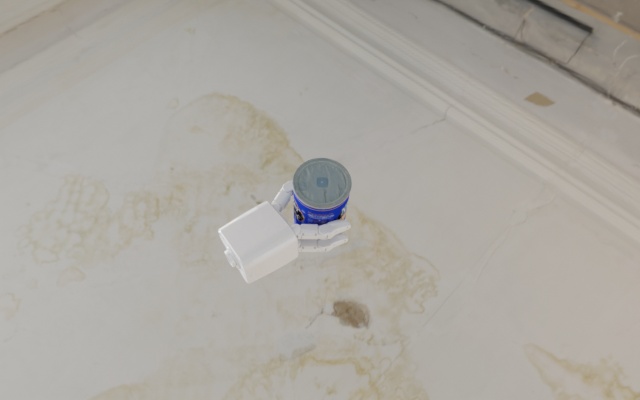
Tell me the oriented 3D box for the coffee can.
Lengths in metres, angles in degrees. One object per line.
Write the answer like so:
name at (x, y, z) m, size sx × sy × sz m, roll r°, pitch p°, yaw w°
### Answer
coffee can at (0.000, 0.003, 0.881) m, size 0.103 × 0.102 × 0.140 m, roll 0°, pitch -30°, yaw -2°
